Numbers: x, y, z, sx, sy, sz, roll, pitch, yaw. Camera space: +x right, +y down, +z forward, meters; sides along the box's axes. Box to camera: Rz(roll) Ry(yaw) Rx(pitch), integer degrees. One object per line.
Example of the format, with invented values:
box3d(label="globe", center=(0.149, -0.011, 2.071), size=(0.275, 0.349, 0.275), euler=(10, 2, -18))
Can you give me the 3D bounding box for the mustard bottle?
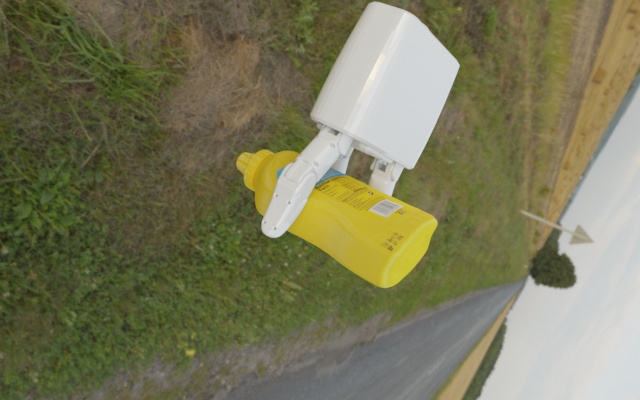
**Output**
box3d(label="mustard bottle", center=(0.000, 0.002, 0.426), size=(0.191, 0.058, 0.096), euler=(29, 31, 24))
